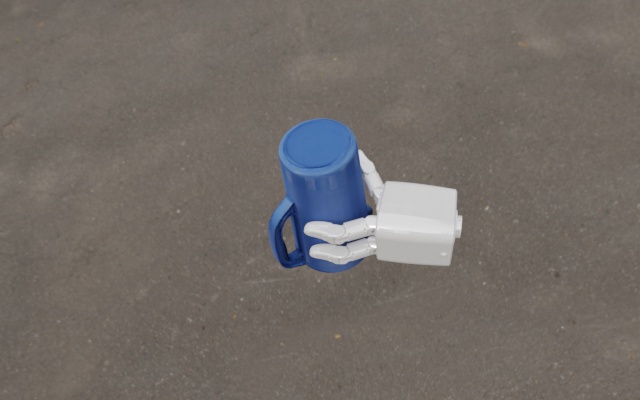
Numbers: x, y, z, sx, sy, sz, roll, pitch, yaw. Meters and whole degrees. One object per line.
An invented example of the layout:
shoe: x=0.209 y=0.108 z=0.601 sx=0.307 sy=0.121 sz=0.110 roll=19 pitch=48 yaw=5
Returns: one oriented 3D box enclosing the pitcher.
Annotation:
pitcher: x=0.000 y=0.002 z=0.728 sx=0.145 sy=0.149 sz=0.243 roll=5 pitch=-37 yaw=12
